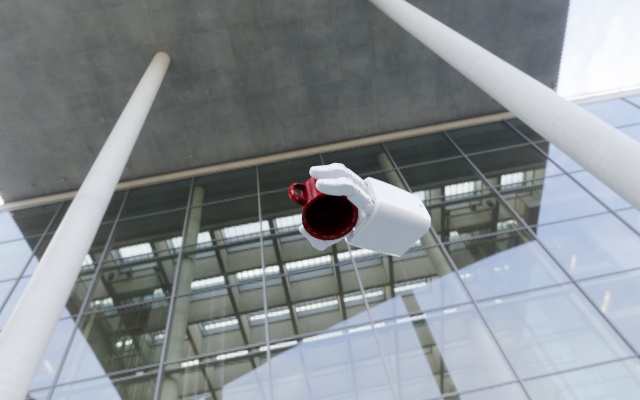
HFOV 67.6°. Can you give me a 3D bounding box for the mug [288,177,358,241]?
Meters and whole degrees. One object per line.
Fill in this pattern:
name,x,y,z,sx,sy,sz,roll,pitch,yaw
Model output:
mug,-0.001,0.002,0.796,0.117,0.093,0.081,19,27,-19
